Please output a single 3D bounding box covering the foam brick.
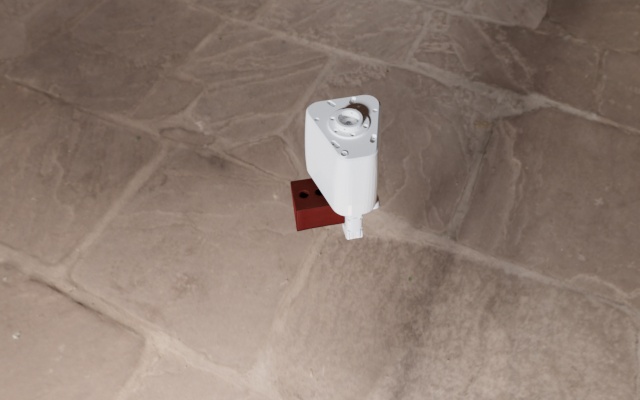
[{"bbox_3d":[0.000,0.002,0.659,0.078,0.053,0.051,-10,-35,-5],"label":"foam brick"}]
